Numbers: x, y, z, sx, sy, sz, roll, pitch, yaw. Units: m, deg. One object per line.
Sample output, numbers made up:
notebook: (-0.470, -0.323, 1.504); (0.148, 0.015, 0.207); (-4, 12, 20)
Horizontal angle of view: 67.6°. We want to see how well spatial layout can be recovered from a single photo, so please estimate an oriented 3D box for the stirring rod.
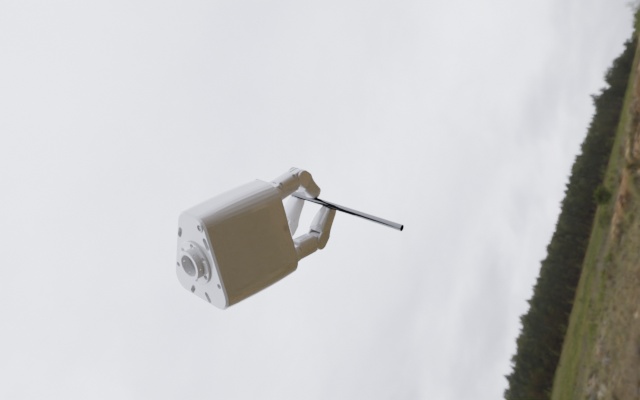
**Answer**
stirring rod: (0.000, 0.002, 0.610); (0.239, 0.011, 0.011); (18, 11, 37)
